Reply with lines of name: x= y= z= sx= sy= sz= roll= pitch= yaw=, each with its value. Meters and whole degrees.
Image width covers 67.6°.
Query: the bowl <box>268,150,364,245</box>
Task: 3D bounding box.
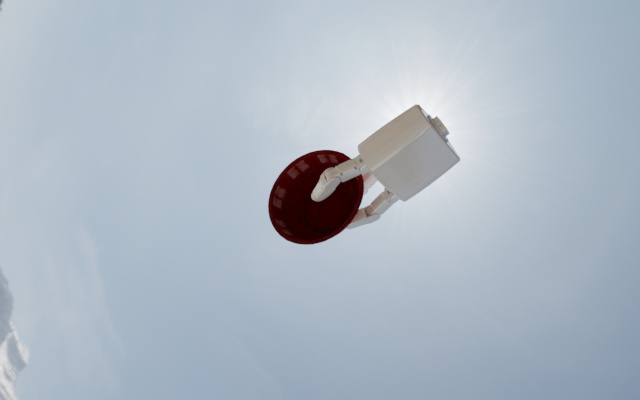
bowl: x=-0.001 y=0.003 z=0.754 sx=0.162 sy=0.162 sz=0.055 roll=0 pitch=-25 yaw=26
